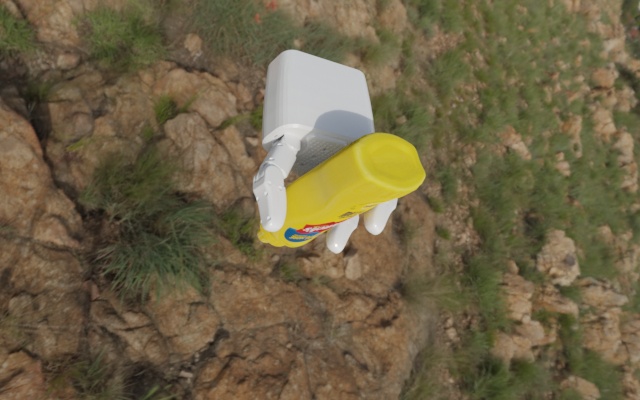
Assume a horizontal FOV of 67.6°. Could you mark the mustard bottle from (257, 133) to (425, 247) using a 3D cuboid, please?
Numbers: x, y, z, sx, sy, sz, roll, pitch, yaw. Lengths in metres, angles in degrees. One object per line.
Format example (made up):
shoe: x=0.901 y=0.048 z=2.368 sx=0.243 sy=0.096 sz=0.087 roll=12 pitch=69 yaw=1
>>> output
mustard bottle: x=0.000 y=0.002 z=0.466 sx=0.192 sy=0.058 sz=0.096 roll=-29 pitch=-14 yaw=40
